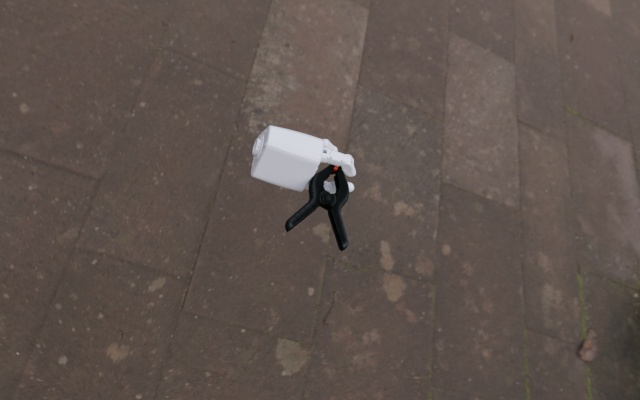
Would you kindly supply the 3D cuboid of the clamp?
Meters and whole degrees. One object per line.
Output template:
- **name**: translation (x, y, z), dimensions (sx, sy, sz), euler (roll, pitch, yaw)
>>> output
- **clamp**: translation (0.000, 0.003, 0.892), dimensions (0.120, 0.171, 0.039), euler (15, -27, -19)
